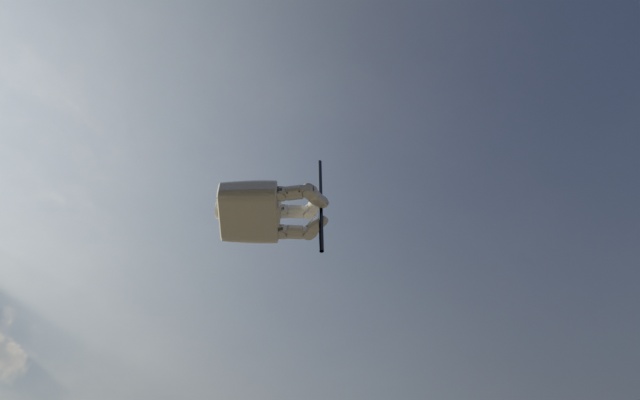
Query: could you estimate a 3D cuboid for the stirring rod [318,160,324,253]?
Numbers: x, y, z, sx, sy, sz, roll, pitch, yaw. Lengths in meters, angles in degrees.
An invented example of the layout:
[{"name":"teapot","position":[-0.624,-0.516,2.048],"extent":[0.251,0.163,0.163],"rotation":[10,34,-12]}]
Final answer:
[{"name":"stirring rod","position":[0.000,0.003,0.885],"extent":[0.011,0.011,0.239],"rotation":[0,43,-1]}]
